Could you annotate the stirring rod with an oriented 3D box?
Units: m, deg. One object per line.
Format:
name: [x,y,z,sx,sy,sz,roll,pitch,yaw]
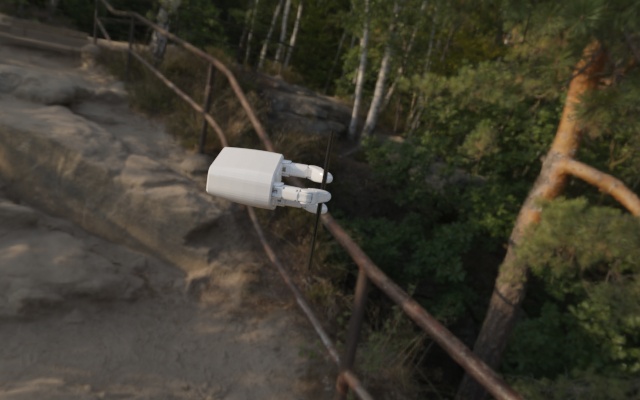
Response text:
stirring rod: [0.000,0.003,0.800,0.011,0.239,0.011,9,13,-2]
